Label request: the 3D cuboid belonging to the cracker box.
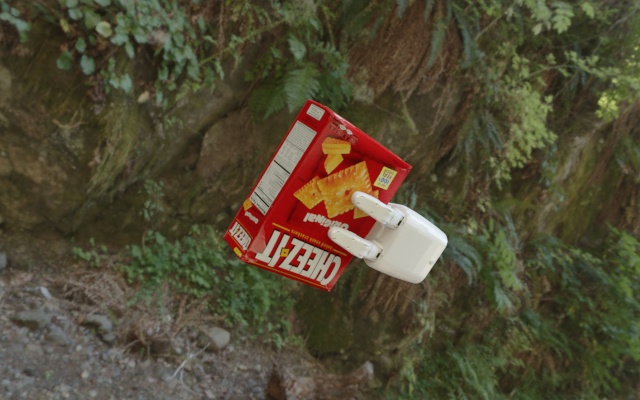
[{"bbox_3d":[0.000,0.002,0.635,0.164,0.214,0.072,27,8,-39],"label":"cracker box"}]
